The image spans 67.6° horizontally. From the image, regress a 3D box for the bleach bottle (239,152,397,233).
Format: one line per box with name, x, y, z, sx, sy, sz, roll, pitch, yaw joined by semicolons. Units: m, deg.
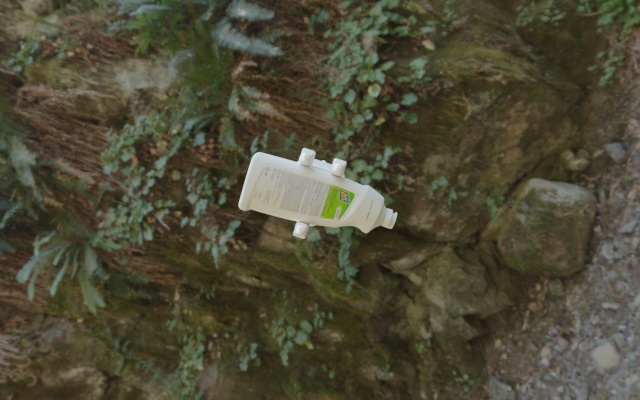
bleach bottle;0.000;0.002;0.790;0.251;0.102;0.068;18;12;0
